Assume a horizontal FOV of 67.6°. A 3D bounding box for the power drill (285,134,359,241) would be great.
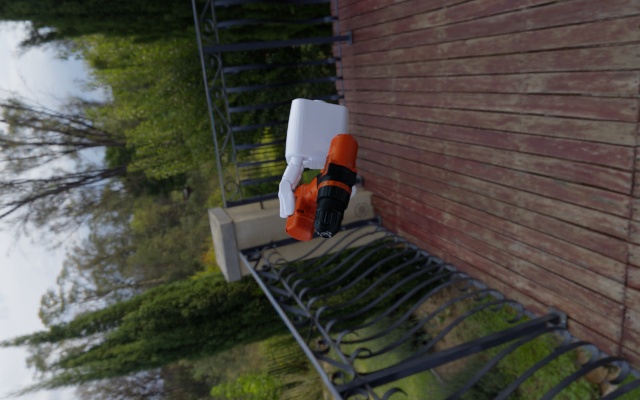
[{"bbox_3d":[0.000,0.003,0.801,0.057,0.184,0.188,23,-31,-14],"label":"power drill"}]
